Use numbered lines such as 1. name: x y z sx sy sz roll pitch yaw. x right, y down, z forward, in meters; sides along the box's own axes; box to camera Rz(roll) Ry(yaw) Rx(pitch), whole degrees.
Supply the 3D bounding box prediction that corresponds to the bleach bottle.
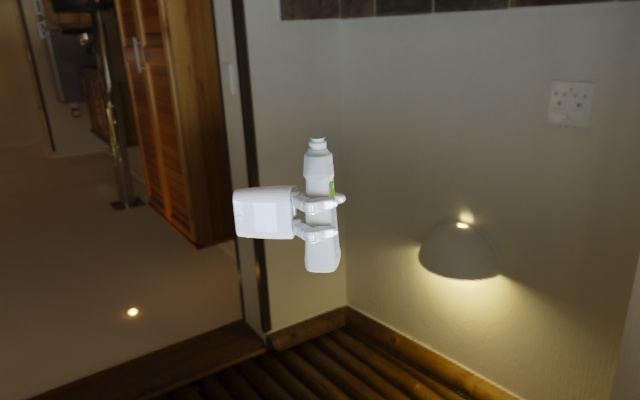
1. bleach bottle: 0.000 0.003 0.893 0.068 0.251 0.102 0 20 6
